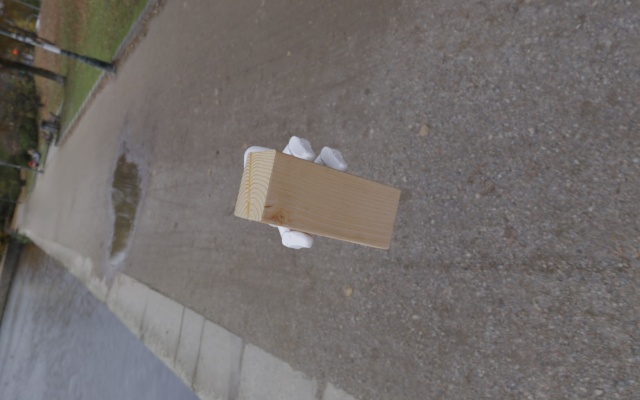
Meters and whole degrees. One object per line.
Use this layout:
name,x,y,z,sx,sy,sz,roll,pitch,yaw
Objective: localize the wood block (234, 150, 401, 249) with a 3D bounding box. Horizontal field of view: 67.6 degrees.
wood block,0.000,0.002,0.662,0.206,0.091,0.090,14,-4,-31
